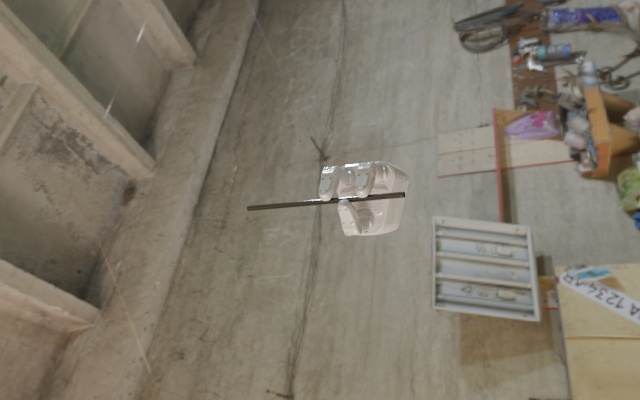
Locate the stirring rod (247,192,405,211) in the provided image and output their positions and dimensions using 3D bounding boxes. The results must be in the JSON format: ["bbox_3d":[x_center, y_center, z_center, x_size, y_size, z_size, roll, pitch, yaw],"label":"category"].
[{"bbox_3d":[0.000,0.002,0.669,0.239,0.011,0.011,-5,-2,25],"label":"stirring rod"}]
